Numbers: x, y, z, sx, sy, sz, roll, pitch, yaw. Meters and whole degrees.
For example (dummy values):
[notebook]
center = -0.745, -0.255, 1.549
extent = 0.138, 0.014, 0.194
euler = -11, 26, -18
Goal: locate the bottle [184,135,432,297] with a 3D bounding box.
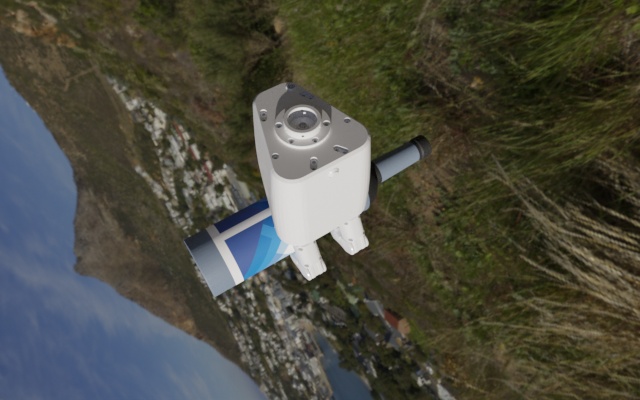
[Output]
[bottle]
center = 0.000, 0.002, 0.528
extent = 0.295, 0.069, 0.069
euler = -29, 9, -16
